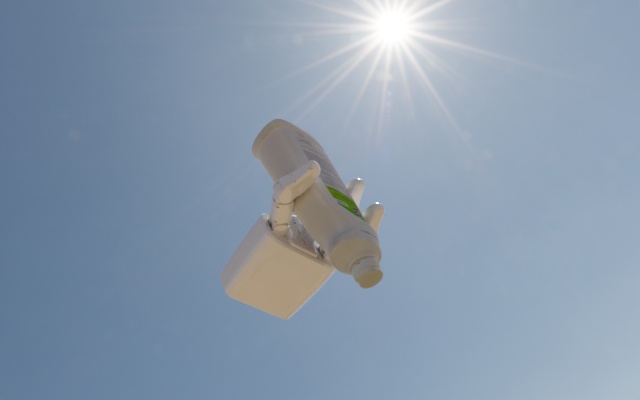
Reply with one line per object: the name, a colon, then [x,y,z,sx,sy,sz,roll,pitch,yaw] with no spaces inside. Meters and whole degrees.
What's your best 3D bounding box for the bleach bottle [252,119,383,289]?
bleach bottle: [0.000,0.002,0.577,0.102,0.068,0.250,23,25,-40]
